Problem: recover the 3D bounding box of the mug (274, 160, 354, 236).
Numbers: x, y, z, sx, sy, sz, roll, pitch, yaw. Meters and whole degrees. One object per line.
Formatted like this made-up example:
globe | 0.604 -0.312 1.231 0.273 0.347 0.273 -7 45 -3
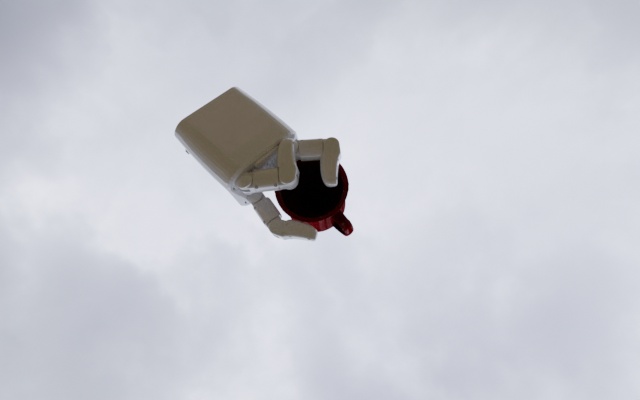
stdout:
mug | 0.001 0.003 0.625 0.117 0.093 0.081 43 -10 15
